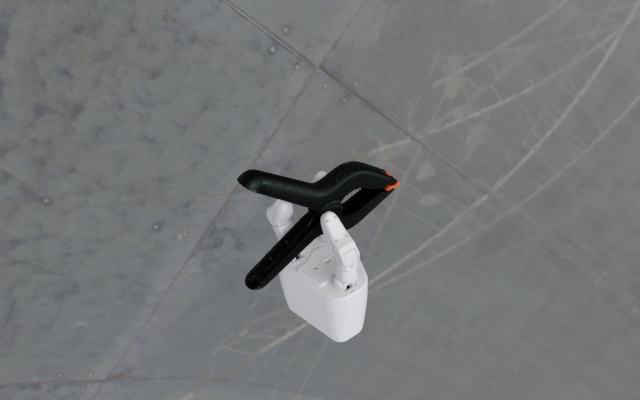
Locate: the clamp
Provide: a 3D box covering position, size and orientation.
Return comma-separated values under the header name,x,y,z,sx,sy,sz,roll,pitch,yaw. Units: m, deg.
name,x,y,z,sx,sy,sz,roll,pitch,yaw
clamp,0.001,0.002,0.529,0.210,0.165,0.036,-27,51,-22
